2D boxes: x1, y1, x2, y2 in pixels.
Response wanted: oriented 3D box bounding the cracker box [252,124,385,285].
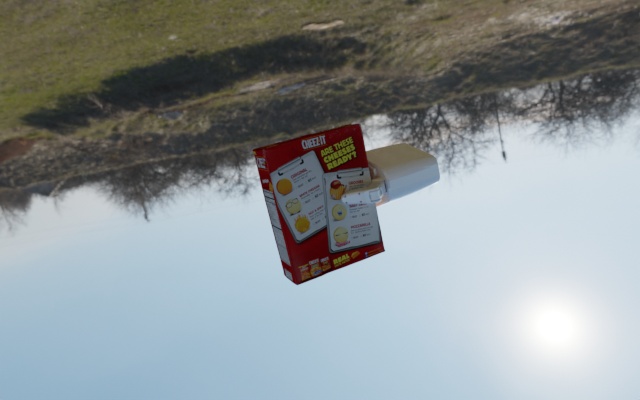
[{"bbox_3d":[0.000,0.003,0.753,0.164,0.214,0.072,-18,13,-22],"label":"cracker box"}]
